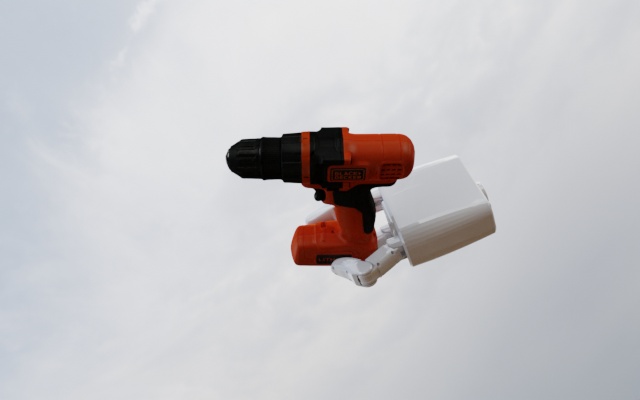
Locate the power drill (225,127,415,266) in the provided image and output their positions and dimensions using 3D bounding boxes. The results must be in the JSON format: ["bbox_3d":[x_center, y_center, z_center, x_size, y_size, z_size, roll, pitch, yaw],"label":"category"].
[{"bbox_3d":[0.000,0.002,0.521,0.184,0.057,0.188,0,-38,0],"label":"power drill"}]
